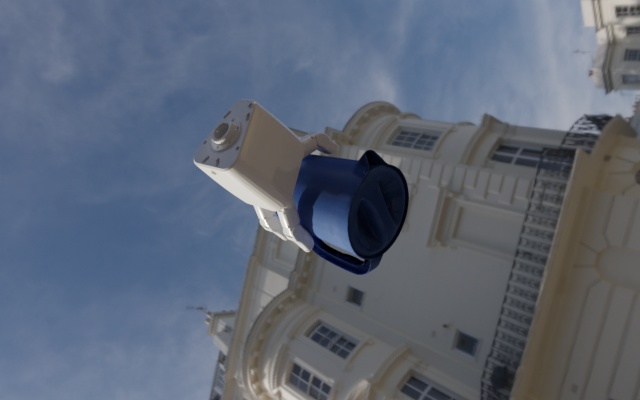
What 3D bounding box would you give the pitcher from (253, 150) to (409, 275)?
[{"bbox_3d":[0.000,0.002,0.724,0.243,0.149,0.145,16,-15,42],"label":"pitcher"}]
